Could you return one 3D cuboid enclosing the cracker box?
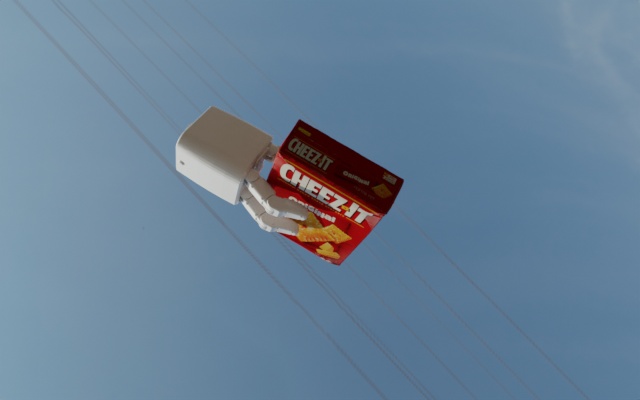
[{"bbox_3d":[0.000,0.002,0.705,0.164,0.072,0.214,30,-30,-1],"label":"cracker box"}]
